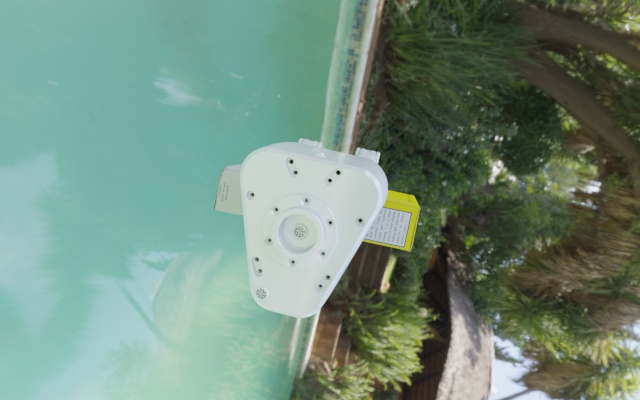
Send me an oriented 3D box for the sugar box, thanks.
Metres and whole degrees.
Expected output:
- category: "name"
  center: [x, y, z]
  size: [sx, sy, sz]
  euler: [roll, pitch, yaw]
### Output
- category: "sugar box"
  center: [0.000, 0.001, 0.451]
  size: [0.176, 0.048, 0.093]
  euler: [14, 8, 5]
